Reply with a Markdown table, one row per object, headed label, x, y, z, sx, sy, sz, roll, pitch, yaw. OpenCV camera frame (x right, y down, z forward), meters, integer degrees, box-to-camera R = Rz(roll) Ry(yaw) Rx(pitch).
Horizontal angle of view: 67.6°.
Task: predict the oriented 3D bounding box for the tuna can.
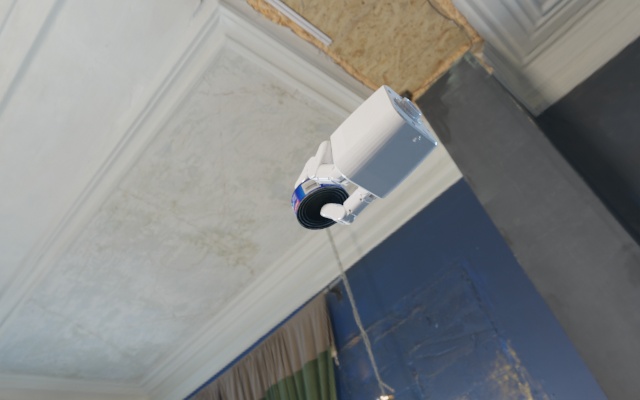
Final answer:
| label | x | y | z | sx | sy | sz | roll | pitch | yaw |
| --- | --- | --- | --- | --- | --- | --- | --- | --- | --- |
| tuna can | 0.000 | 0.002 | 0.719 | 0.086 | 0.086 | 0.033 | 0 | 41 | -25 |
